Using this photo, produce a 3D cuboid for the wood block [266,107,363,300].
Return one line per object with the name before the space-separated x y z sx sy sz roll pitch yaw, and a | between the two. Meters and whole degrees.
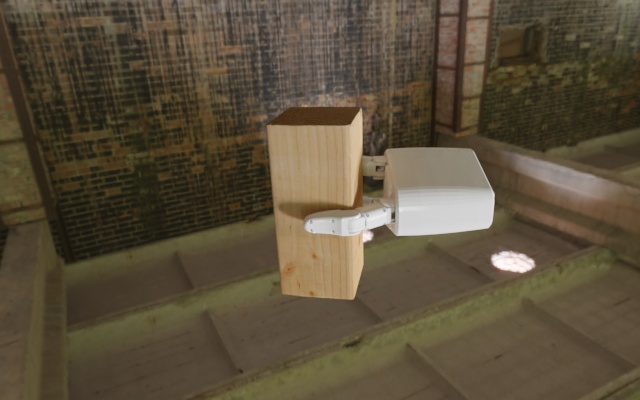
wood block | 0.000 0.002 0.558 0.090 0.206 0.090 2 23 12
